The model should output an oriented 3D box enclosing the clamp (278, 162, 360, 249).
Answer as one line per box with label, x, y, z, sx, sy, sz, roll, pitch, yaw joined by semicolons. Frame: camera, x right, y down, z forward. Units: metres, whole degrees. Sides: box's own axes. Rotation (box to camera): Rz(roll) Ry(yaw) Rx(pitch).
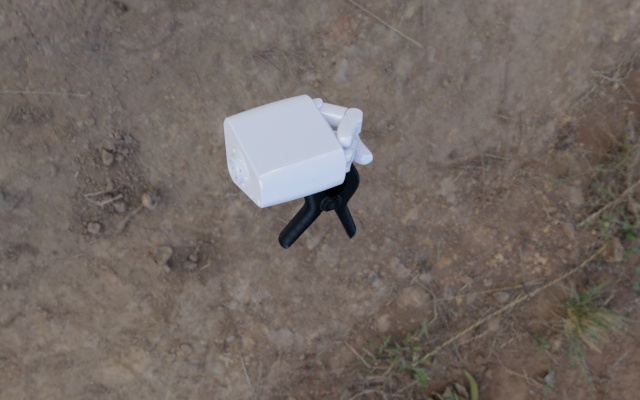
clamp;0.000;0.002;0.652;0.120;0.172;0.039;-18;44;-22
